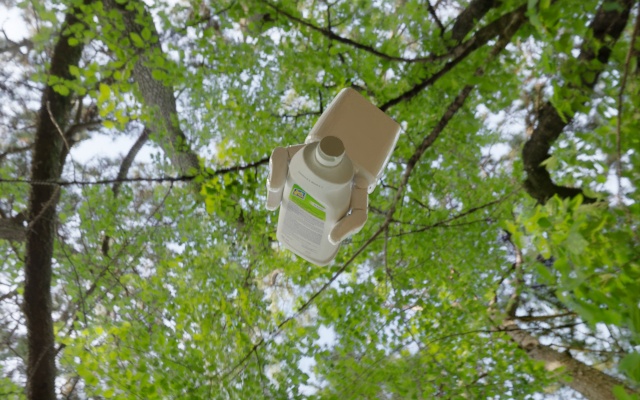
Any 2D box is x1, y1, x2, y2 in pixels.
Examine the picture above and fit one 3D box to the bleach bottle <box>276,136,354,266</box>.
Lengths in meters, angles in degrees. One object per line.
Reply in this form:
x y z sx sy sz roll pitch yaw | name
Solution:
0.000 0.002 0.632 0.102 0.068 0.251 29 -29 5 | bleach bottle
